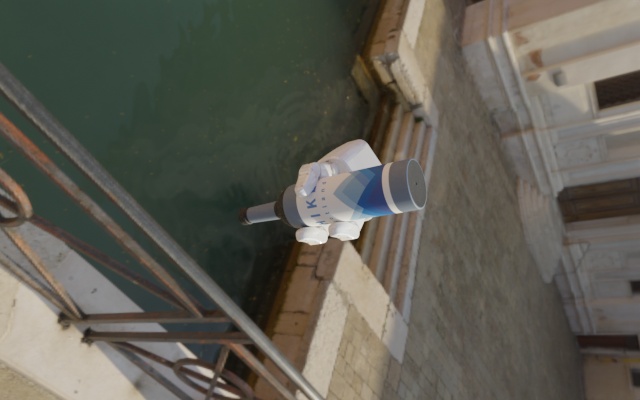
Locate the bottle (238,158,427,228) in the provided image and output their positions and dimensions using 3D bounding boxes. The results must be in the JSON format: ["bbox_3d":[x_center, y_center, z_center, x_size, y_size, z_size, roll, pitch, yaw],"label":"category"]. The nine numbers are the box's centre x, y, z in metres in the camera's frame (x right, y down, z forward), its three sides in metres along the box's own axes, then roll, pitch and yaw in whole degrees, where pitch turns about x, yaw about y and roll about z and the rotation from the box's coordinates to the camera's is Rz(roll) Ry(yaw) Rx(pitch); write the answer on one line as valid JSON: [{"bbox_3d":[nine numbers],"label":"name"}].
[{"bbox_3d":[0.000,0.002,0.685,0.296,0.069,0.069,-11,-6,32],"label":"bottle"}]
